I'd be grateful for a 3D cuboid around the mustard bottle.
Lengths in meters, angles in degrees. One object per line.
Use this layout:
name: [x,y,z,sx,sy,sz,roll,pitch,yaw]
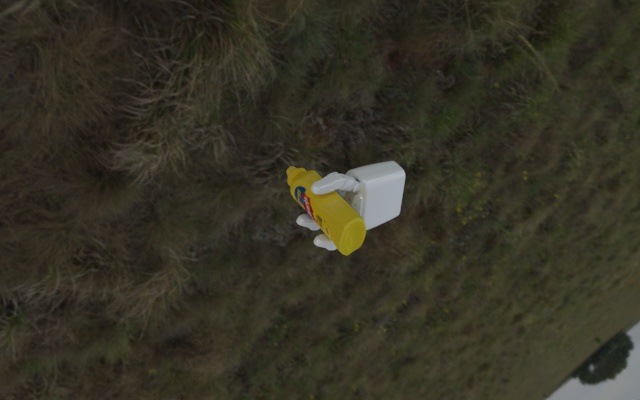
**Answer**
mustard bottle: [0.000,0.003,0.835,0.058,0.191,0.096,-33,-32,-16]
